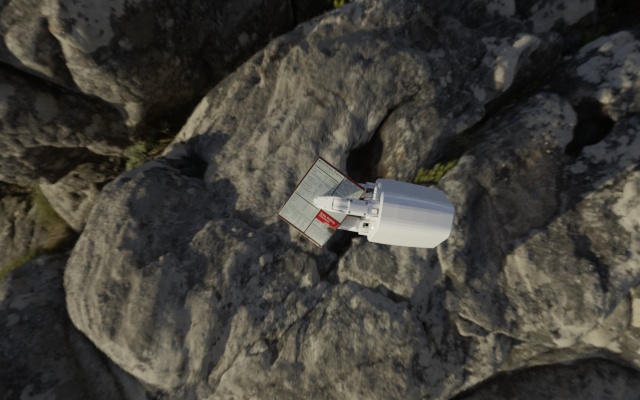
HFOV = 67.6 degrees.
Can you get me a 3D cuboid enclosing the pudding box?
[{"bbox_3d":[0.000,0.002,0.729,0.090,0.113,0.039,37,-1,-1],"label":"pudding box"}]
